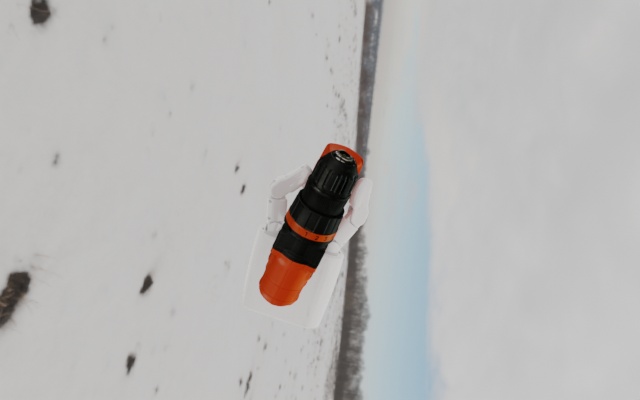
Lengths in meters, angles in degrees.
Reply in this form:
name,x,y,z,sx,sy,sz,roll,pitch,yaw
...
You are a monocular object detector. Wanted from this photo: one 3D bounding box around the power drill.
name,x,y,z,sx,sy,sz,roll,pitch,yaw
power drill,0.000,0.002,0.528,0.057,0.184,0.187,28,28,0
